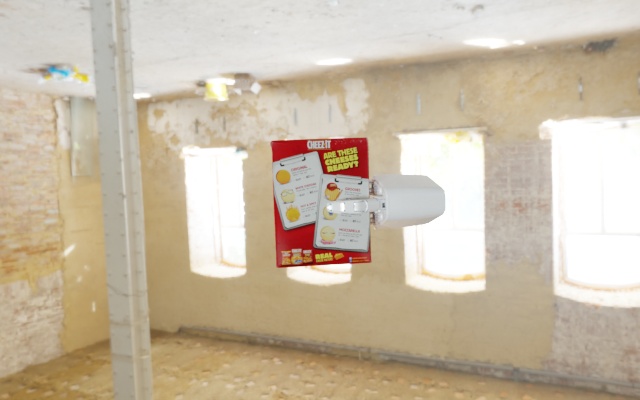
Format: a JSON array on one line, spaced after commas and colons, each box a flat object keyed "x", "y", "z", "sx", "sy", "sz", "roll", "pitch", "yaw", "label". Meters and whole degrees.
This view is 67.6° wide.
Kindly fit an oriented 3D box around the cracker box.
[{"x": 0.000, "y": 0.003, "z": 0.824, "sx": 0.164, "sy": 0.214, "sz": 0.072, "roll": -3, "pitch": 3, "yaw": -7, "label": "cracker box"}]
